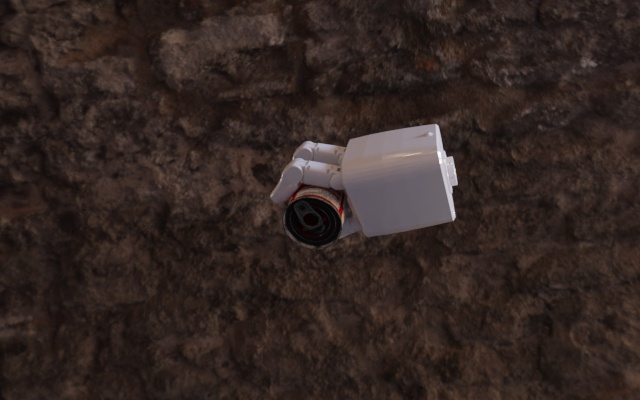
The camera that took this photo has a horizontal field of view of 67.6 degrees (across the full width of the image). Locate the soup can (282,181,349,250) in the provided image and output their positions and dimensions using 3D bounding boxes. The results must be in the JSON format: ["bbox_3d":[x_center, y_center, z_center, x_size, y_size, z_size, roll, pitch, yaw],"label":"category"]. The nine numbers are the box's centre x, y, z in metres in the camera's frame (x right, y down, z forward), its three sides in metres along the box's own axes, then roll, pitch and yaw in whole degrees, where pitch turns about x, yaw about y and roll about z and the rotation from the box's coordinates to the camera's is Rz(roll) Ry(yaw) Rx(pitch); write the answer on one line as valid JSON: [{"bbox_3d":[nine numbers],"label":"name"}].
[{"bbox_3d":[0.000,0.002,0.567,0.068,0.068,0.102,0,29,12],"label":"soup can"}]
